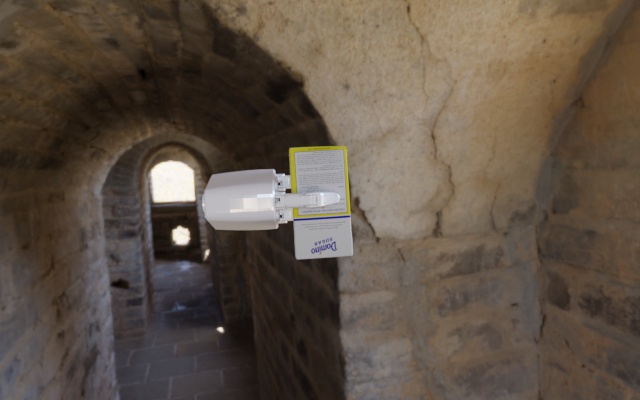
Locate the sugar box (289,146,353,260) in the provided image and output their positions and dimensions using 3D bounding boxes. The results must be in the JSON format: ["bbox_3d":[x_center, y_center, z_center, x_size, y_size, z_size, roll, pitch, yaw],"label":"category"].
[{"bbox_3d":[0.000,0.002,0.766,0.093,0.176,0.048,-3,5,-4],"label":"sugar box"}]
